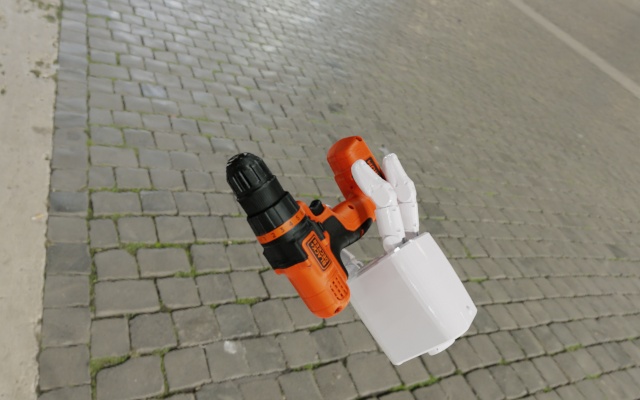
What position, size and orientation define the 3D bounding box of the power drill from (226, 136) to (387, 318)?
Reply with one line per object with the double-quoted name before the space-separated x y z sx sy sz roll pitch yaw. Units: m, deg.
"power drill" 0.000 0.002 0.513 0.057 0.184 0.187 -18 18 42
